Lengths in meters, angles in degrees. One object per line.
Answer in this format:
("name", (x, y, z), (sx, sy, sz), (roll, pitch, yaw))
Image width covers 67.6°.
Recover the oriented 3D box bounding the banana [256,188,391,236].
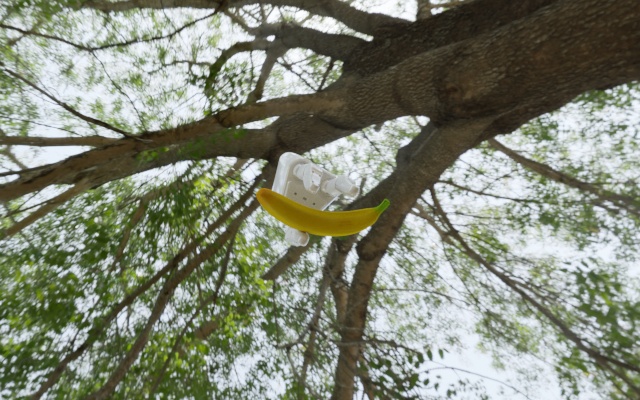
("banana", (0.001, 0.020, 0.703), (0.198, 0.070, 0.037), (4, 20, -15))
